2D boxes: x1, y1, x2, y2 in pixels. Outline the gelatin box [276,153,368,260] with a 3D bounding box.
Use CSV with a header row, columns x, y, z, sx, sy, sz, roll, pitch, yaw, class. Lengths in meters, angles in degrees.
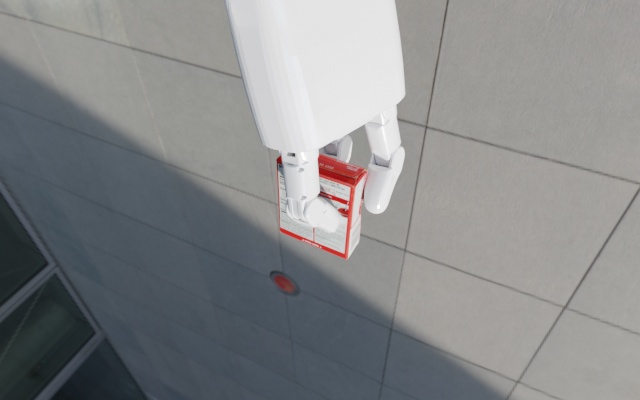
x,y,z,sx,sy,sz,roll,pitch,yaw,class
0.000,0.002,0.424,0.073,0.089,0.030,20,43,20,gelatin box
